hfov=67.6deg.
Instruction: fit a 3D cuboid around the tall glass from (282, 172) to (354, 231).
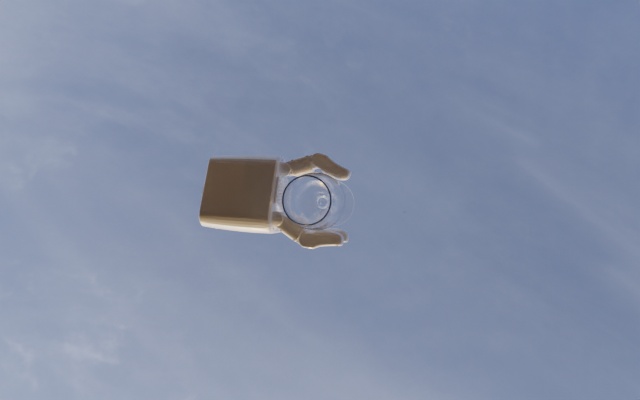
[{"bbox_3d":[0.000,0.002,0.674,0.079,0.079,0.201,0,-1,10],"label":"tall glass"}]
